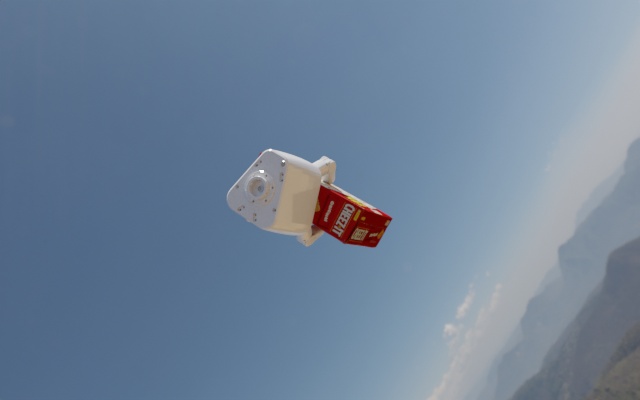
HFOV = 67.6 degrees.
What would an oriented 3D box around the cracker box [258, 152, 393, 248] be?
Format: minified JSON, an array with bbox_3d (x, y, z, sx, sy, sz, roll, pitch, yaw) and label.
[{"bbox_3d":[0.000,0.002,0.836,0.213,0.072,0.164,31,6,24],"label":"cracker box"}]
